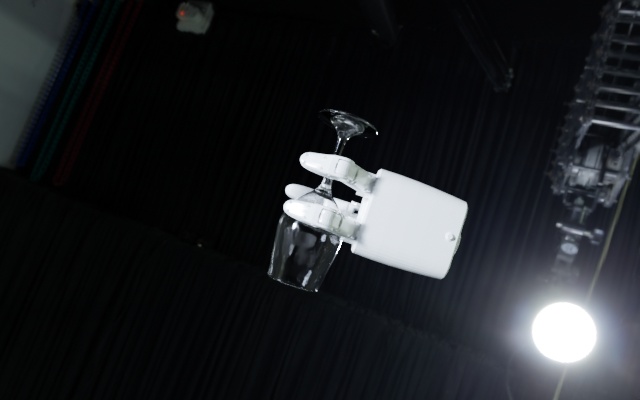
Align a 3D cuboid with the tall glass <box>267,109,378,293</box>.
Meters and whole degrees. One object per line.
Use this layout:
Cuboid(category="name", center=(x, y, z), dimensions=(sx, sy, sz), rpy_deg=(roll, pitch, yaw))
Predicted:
Cuboid(category="tall glass", center=(0.000, 0.001, 0.555), dimensions=(0.079, 0.201, 0.079), rpy_deg=(19, -7, 2))
